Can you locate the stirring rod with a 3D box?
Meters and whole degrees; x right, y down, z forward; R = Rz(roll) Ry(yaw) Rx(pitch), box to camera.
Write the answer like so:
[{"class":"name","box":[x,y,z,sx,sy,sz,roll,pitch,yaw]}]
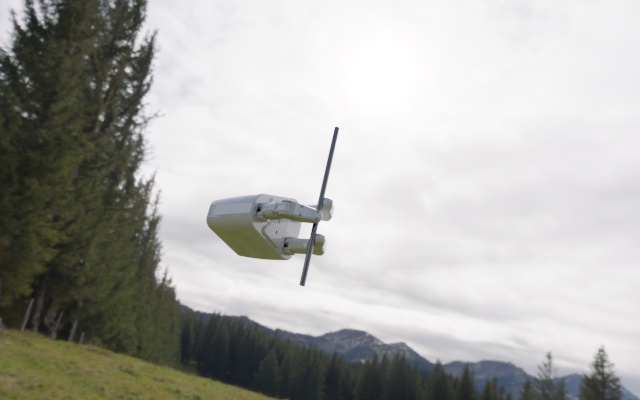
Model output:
[{"class":"stirring rod","box":[0.000,0.002,0.672,0.011,0.239,0.011,11,-20,4]}]
